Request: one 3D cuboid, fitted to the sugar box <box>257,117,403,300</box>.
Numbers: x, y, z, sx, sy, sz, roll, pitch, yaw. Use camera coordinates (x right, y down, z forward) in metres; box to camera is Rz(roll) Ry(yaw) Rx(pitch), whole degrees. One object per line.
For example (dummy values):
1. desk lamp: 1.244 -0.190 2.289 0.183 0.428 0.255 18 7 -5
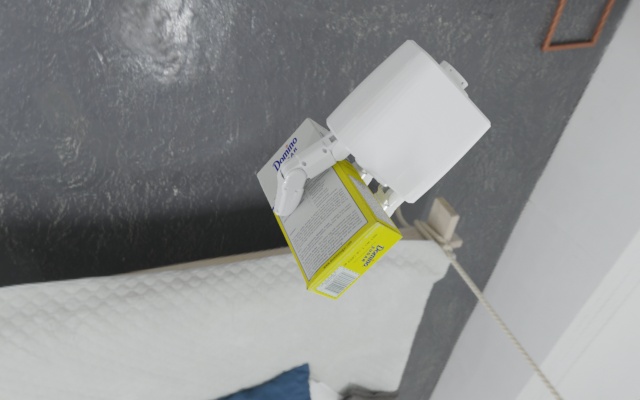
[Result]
1. sugar box: 0.001 0.002 0.481 0.048 0.093 0.176 30 22 -39
